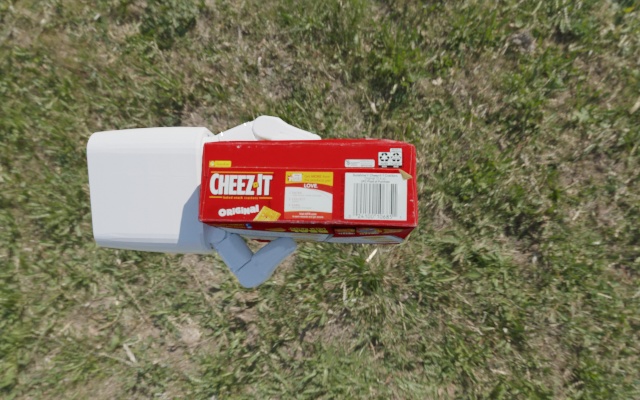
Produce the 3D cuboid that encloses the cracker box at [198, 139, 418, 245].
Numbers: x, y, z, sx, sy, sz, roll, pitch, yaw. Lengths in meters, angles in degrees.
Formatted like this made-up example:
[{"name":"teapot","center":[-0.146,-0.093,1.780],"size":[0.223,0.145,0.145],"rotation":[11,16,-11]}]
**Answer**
[{"name":"cracker box","center":[0.000,0.002,0.454],"size":[0.164,0.072,0.214],"rotation":[1,-8,6]}]
